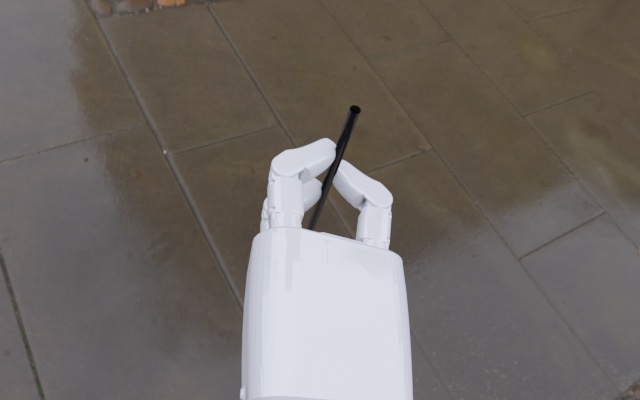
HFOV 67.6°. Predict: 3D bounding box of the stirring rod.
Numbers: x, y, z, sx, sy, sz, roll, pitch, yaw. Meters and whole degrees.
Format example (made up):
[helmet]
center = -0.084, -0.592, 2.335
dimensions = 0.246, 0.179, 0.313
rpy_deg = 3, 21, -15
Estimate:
[stirring rod]
center = 0.000, 0.002, 0.427
dimensions = 0.011, 0.011, 0.240
rpy_deg = 0, -32, -14
